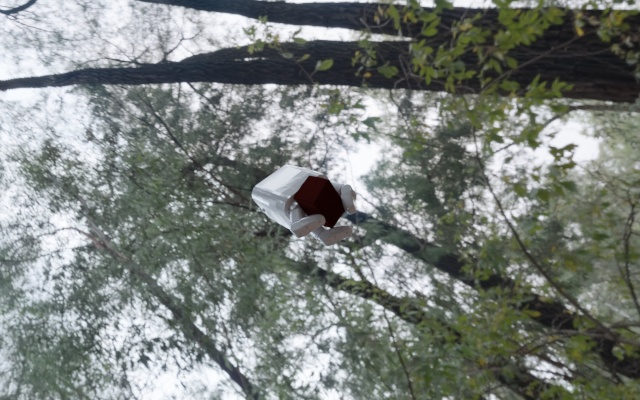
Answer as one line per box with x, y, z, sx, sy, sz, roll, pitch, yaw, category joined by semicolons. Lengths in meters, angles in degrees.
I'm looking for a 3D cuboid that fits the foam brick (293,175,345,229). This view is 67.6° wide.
0.000;0.002;0.826;0.051;0.053;0.078;18;-26;41;foam brick
